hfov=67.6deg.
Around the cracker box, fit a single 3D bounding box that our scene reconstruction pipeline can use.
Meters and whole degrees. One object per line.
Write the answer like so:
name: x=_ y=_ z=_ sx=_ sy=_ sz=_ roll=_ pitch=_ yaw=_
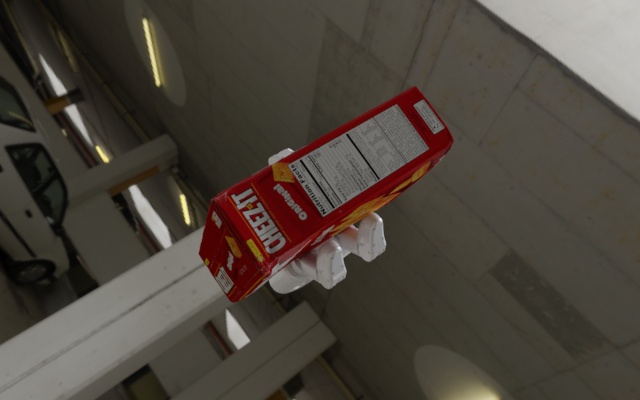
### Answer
cracker box: x=0.000 y=0.001 z=0.446 sx=0.213 sy=0.072 sz=0.164 roll=-32 pitch=-8 yaw=-25
